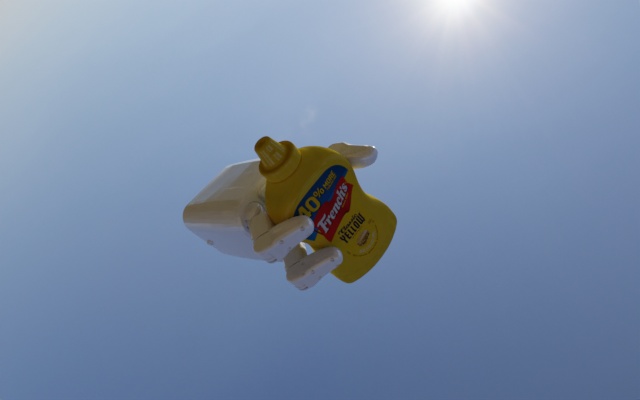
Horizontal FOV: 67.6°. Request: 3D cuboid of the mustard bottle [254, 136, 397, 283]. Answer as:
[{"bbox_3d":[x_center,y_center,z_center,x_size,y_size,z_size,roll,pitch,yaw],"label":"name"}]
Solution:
[{"bbox_3d":[0.000,0.002,0.482,0.192,0.096,0.058,45,-9,-39],"label":"mustard bottle"}]
